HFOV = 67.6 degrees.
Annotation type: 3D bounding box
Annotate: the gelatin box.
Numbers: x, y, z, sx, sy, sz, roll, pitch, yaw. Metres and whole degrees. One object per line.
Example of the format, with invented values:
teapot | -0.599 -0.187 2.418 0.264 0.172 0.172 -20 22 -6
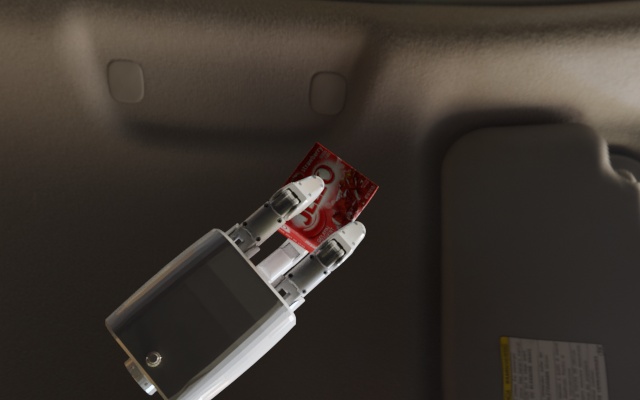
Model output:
gelatin box | 0.000 0.001 0.442 0.073 0.089 0.030 36 -27 1
